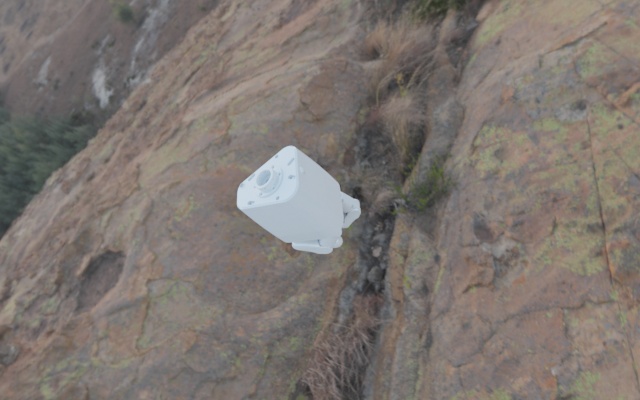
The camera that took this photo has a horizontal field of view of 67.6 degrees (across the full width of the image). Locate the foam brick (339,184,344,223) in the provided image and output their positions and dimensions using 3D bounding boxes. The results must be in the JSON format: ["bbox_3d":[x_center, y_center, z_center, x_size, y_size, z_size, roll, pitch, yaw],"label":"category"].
[{"bbox_3d":[0.000,0.002,0.748,0.053,0.078,0.051,-26,-42,25],"label":"foam brick"}]
